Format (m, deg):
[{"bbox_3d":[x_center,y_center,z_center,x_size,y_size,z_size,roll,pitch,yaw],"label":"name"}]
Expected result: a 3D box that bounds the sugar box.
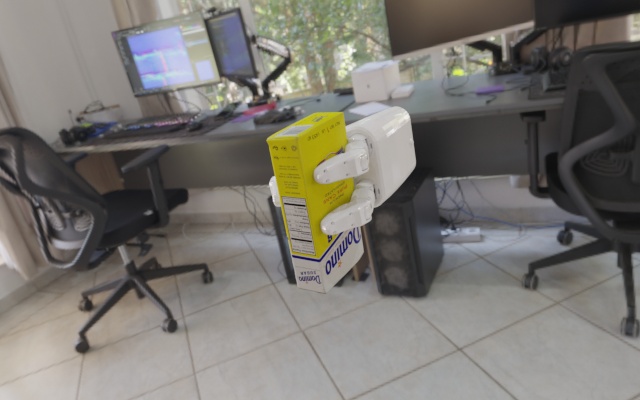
[{"bbox_3d":[0.001,0.002,0.519,0.048,0.176,0.093,3,26,35],"label":"sugar box"}]
